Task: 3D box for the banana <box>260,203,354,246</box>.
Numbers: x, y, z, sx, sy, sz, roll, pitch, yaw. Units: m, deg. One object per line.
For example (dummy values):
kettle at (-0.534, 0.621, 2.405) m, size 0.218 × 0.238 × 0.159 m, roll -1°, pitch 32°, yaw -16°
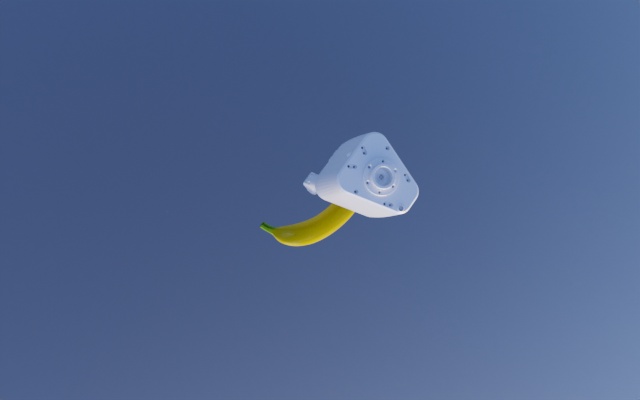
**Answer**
banana at (0.006, 0.021, 0.764) m, size 0.198 × 0.069 × 0.037 m, roll -29°, pitch 3°, yaw -11°
